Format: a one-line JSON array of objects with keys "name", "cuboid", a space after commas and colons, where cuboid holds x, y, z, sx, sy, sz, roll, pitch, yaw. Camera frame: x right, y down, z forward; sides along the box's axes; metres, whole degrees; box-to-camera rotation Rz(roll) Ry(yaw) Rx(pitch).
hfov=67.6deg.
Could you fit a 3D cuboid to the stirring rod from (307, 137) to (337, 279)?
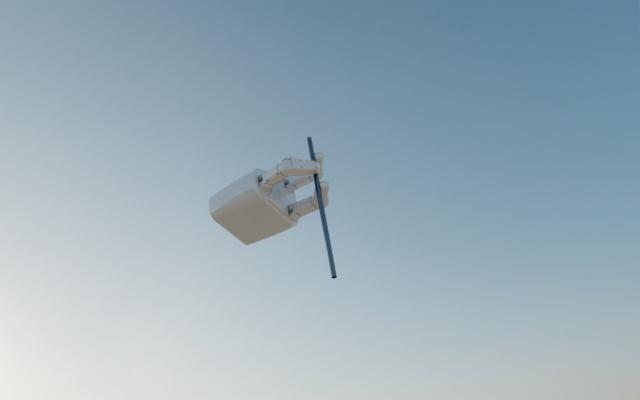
[{"name": "stirring rod", "cuboid": [0.000, 0.002, 0.709, 0.011, 0.239, 0.011, -8, -30, -4]}]
